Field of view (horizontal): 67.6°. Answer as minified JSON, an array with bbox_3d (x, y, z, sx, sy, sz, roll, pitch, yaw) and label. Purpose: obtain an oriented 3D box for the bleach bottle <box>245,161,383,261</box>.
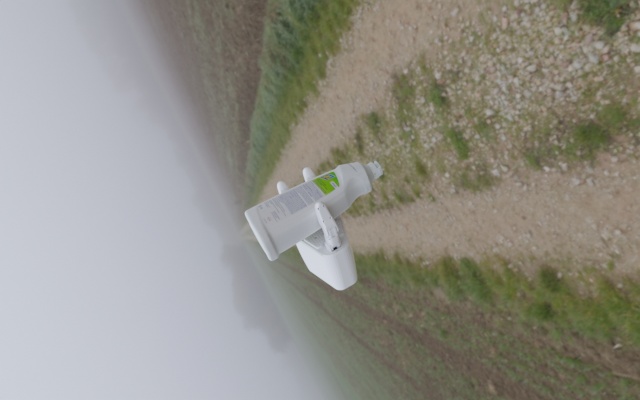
[{"bbox_3d":[0.000,0.003,0.834,0.251,0.068,0.102,-28,43,-11],"label":"bleach bottle"}]
